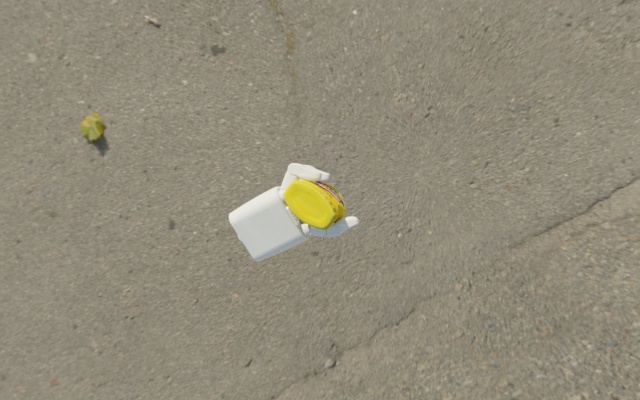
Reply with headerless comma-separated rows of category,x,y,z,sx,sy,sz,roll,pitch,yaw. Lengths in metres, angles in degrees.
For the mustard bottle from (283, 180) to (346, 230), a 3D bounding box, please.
mustard bottle,0.000,0.003,0.868,0.096,0.058,0.191,38,10,8
